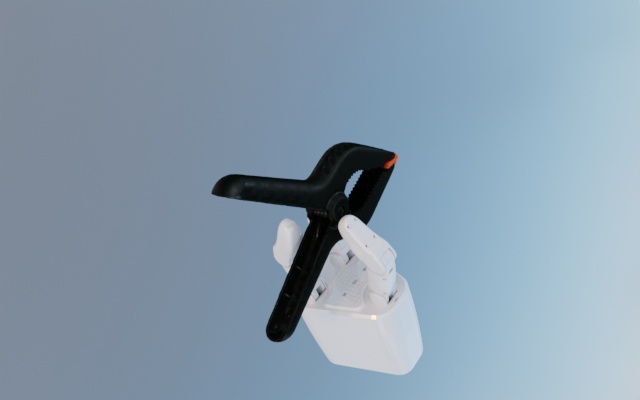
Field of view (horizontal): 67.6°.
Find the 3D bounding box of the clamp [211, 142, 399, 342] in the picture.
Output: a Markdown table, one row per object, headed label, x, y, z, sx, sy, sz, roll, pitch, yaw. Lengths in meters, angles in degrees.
| label | x | y | z | sx | sy | sz | roll | pitch | yaw |
| --- | --- | --- | --- | --- | --- | --- | --- | --- | --- |
| clamp | 0.001 | 0.001 | 0.425 | 0.036 | 0.165 | 0.210 | 17 | 50 | 38 |
